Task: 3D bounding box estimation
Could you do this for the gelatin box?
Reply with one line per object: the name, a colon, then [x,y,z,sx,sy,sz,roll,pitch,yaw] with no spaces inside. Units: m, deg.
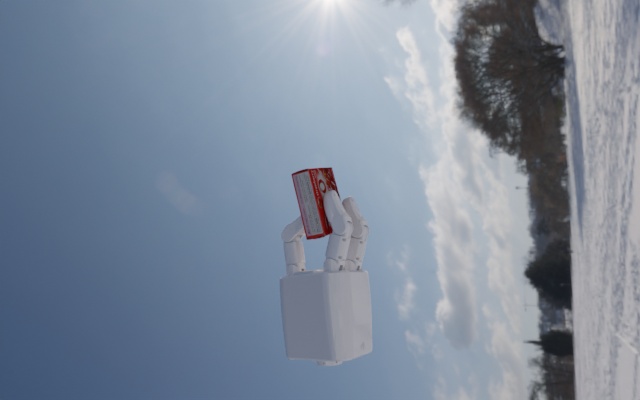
gelatin box: [0.000,0.002,0.629,0.030,0.089,0.073,-15,-1,26]
